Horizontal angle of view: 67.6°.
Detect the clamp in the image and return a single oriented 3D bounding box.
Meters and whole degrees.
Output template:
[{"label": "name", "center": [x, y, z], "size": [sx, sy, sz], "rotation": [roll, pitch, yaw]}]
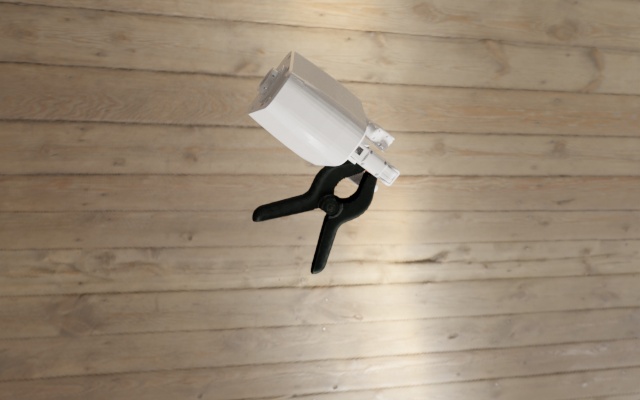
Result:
[{"label": "clamp", "center": [0.000, 0.002, 0.602], "size": [0.120, 0.171, 0.039], "rotation": [34, 10, -22]}]
